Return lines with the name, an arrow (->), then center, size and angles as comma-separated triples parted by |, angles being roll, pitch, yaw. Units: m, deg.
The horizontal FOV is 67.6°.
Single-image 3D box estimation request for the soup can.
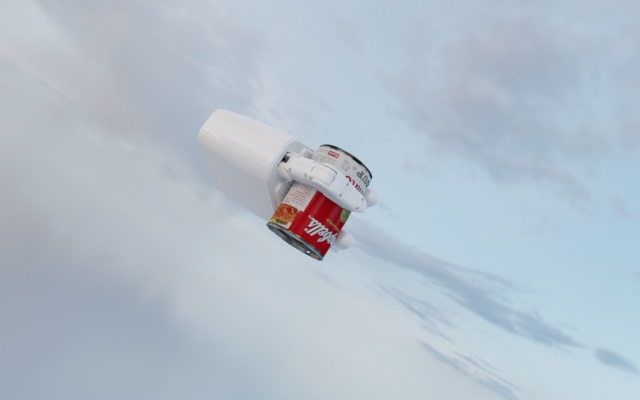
soup can -> 0.001, 0.002, 0.493 | 0.068, 0.102, 0.068 | 31, -13, 8
